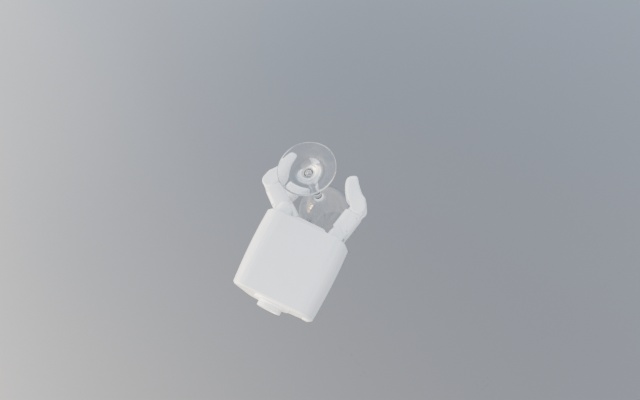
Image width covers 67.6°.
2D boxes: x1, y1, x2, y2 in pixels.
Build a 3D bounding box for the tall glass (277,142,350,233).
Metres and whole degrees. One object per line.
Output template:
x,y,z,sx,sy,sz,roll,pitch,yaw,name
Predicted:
0.000,0.002,0.670,0.079,0.079,0.201,0,-24,11,tall glass
